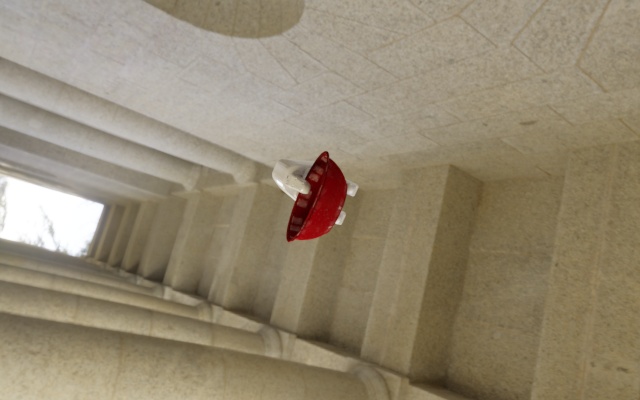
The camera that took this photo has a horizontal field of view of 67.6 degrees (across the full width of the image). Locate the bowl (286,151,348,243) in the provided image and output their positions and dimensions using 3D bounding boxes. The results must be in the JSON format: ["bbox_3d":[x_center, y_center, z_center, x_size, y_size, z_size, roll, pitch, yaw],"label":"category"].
[{"bbox_3d":[0.001,0.003,0.785,0.055,0.162,0.162,23,-5,-12],"label":"bowl"}]
